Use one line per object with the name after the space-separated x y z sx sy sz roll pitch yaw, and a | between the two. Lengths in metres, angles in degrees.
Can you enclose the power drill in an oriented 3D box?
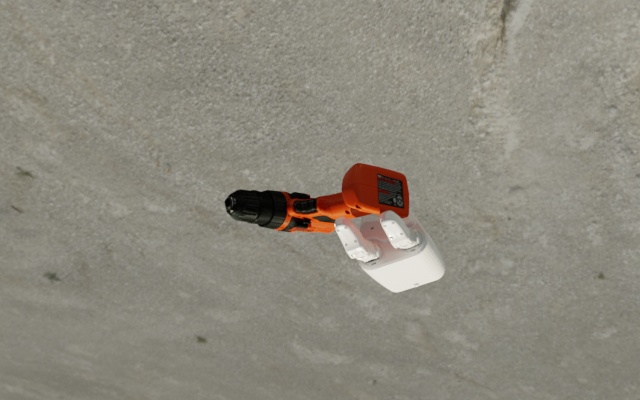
0.001 0.002 0.597 0.184 0.057 0.187 8 -14 -44 | power drill
